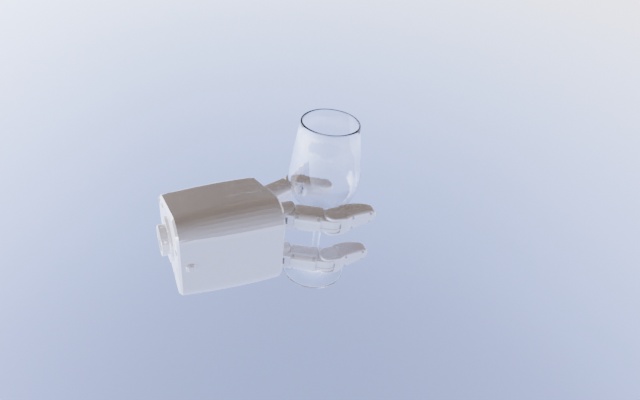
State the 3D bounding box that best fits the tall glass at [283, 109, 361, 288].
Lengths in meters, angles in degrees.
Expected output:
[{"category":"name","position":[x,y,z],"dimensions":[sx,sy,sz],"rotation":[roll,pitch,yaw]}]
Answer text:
[{"category":"tall glass","position":[0.000,0.002,0.537],"dimensions":[0.079,0.201,0.079],"rotation":[5,35,-4]}]
